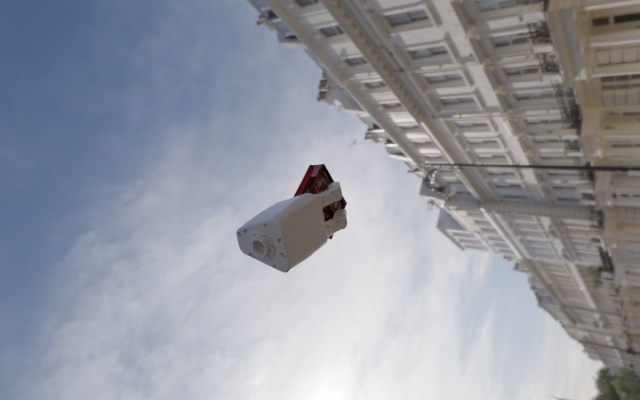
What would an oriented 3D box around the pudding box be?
[{"bbox_3d":[0.000,0.003,0.872,0.039,0.090,0.114,3,-39,32],"label":"pudding box"}]
